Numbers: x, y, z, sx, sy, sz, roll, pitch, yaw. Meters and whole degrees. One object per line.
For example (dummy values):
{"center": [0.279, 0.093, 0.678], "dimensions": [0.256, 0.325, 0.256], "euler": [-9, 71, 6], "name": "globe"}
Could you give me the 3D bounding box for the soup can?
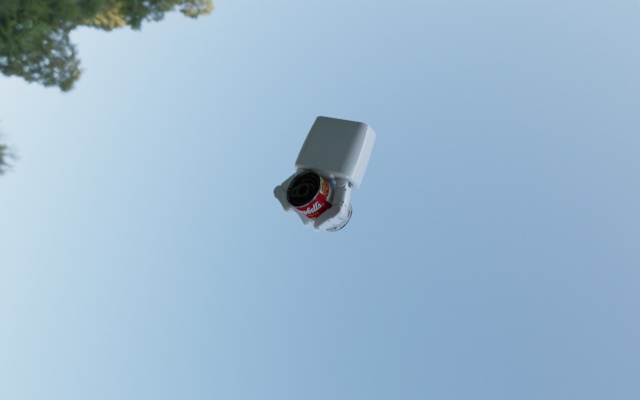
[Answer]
{"center": [0.000, 0.003, 0.804], "dimensions": [0.068, 0.068, 0.102], "euler": [0, -27, 38], "name": "soup can"}
